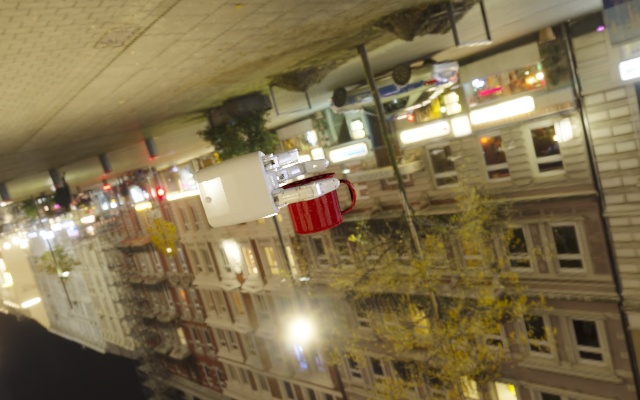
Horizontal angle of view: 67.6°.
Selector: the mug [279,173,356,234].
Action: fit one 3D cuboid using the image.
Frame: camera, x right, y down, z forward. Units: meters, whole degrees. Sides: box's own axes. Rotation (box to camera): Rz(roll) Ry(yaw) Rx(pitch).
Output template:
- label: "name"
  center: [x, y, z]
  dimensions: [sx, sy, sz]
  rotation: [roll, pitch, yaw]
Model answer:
- label: "mug"
  center: [0.002, 0.002, 0.774]
  dimensions: [0.117, 0.081, 0.093]
  rotation: [-14, 7, 5]
